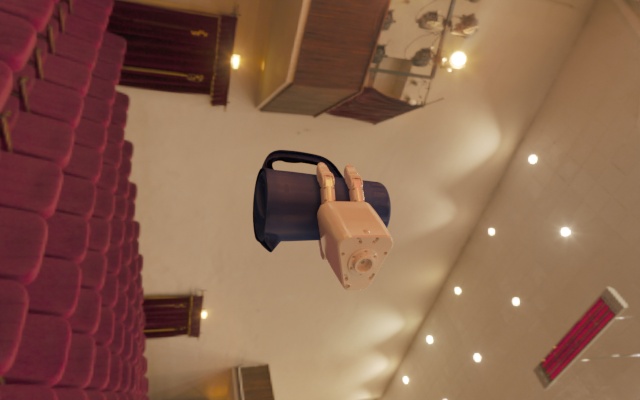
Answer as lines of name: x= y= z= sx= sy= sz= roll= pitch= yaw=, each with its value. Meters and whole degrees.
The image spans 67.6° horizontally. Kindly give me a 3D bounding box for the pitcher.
pitcher: x=0.000 y=0.003 z=0.881 sx=0.243 sy=0.149 sz=0.145 roll=2 pitch=27 yaw=-18
